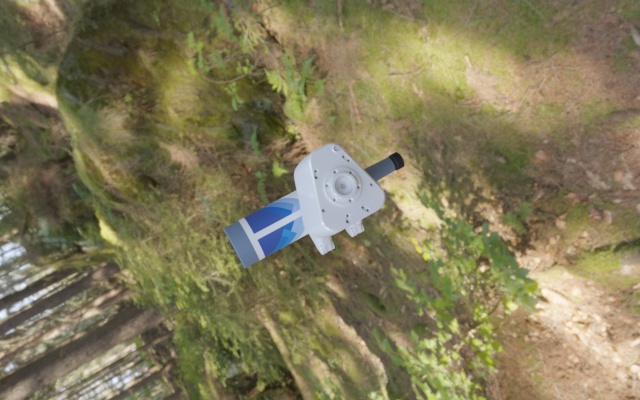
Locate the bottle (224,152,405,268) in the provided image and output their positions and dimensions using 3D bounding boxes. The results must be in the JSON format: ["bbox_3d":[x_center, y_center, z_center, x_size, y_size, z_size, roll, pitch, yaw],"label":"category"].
[{"bbox_3d":[0.000,0.003,0.730,0.295,0.069,0.069,-28,7,-13],"label":"bottle"}]
